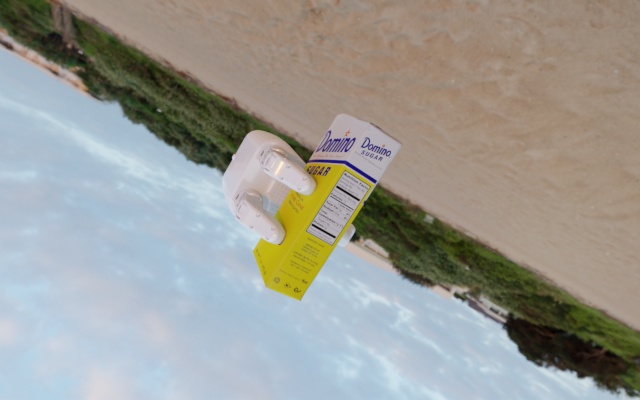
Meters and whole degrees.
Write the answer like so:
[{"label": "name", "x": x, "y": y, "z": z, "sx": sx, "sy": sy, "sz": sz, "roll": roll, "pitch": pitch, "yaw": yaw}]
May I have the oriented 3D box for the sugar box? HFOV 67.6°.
[{"label": "sugar box", "x": 0.000, "y": 0.001, "z": 0.469, "sx": 0.048, "sy": 0.176, "sz": 0.093, "roll": 28, "pitch": 6, "yaw": -22}]
